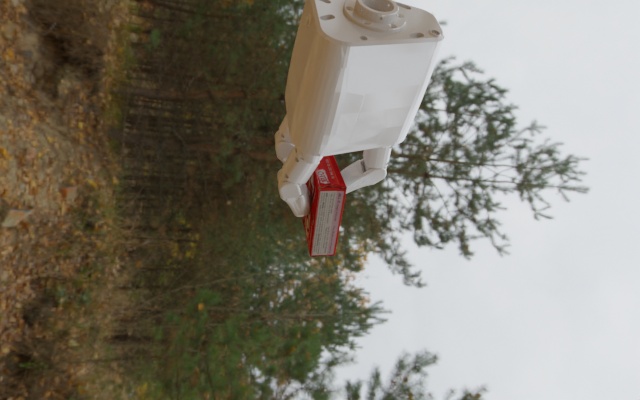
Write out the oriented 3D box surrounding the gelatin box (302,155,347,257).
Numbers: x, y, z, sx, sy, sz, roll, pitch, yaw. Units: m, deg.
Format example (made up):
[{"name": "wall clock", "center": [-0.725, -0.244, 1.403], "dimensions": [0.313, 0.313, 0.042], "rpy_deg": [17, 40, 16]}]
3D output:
[{"name": "gelatin box", "center": [0.000, 0.002, 0.495], "dimensions": [0.030, 0.089, 0.073], "rpy_deg": [-1, 36, -11]}]
